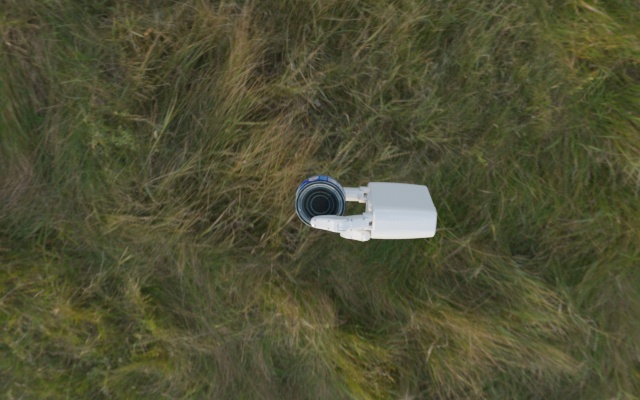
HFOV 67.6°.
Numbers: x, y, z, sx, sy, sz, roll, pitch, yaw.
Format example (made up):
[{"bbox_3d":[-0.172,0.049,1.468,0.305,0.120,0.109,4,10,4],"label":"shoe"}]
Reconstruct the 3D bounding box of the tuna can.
[{"bbox_3d":[0.000,0.003,0.799,0.086,0.086,0.033,0,19,2],"label":"tuna can"}]
